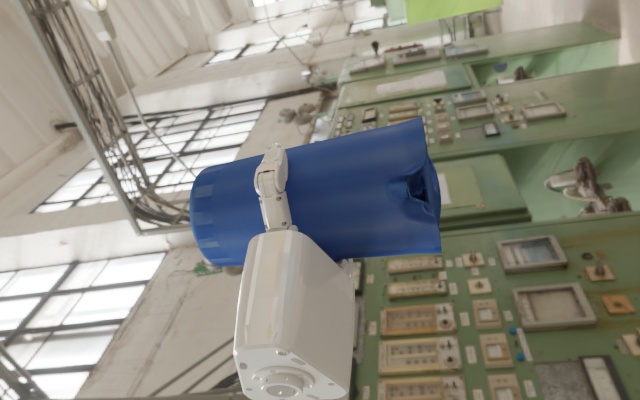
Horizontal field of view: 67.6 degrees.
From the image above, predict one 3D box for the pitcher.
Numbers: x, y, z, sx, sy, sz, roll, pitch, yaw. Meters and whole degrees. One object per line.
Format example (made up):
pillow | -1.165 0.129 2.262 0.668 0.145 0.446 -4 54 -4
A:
pitcher | 0.000 0.002 0.498 0.243 0.145 0.149 -8 -44 13
